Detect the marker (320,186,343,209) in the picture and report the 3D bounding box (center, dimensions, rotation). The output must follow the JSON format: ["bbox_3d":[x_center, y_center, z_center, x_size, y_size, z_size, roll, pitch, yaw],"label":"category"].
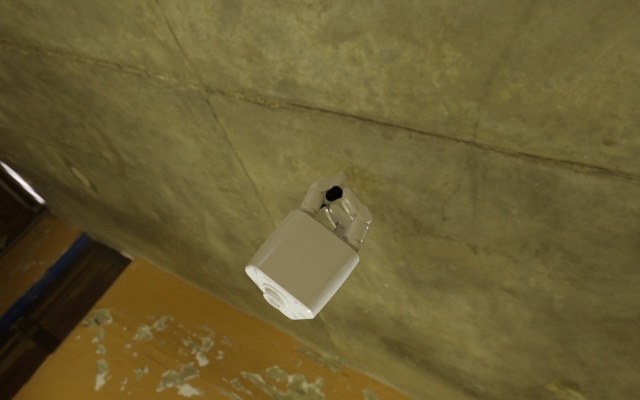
[{"bbox_3d":[0.000,0.002,0.709,0.020,0.020,0.121,0,-14,-25],"label":"marker"}]
